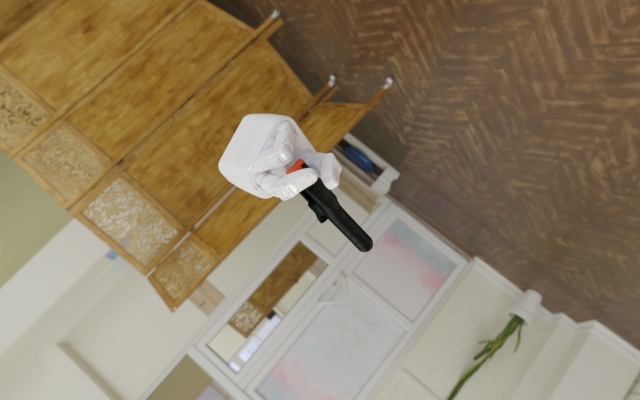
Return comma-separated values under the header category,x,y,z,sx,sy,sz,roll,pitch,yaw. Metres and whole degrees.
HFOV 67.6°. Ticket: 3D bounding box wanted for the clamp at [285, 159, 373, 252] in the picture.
category,x,y,z,sx,sy,sz,roll,pitch,yaw
clamp,0.000,0.003,0.685,0.120,0.039,0.171,20,-27,53
